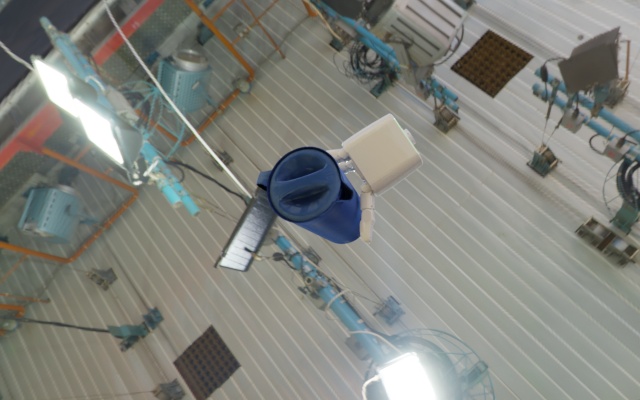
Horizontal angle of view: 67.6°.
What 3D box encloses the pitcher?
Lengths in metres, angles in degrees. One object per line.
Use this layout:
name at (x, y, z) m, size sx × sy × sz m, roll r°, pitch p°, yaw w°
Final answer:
pitcher at (0.000, 0.003, 0.890) m, size 0.145 × 0.149 × 0.243 m, roll -34°, pitch -25°, yaw 7°
